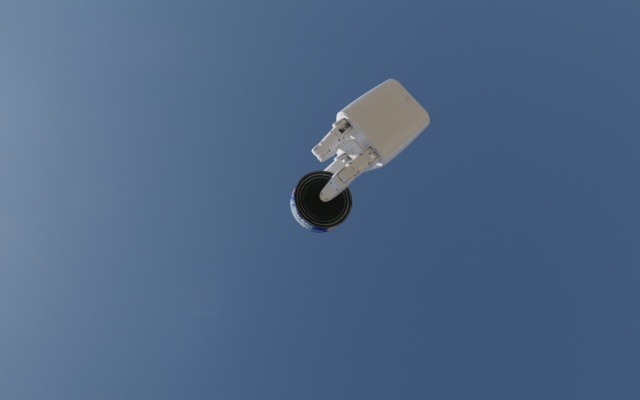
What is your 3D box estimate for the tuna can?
[{"bbox_3d":[0.000,0.002,0.688,0.086,0.086,0.034,0,-18,-16],"label":"tuna can"}]
